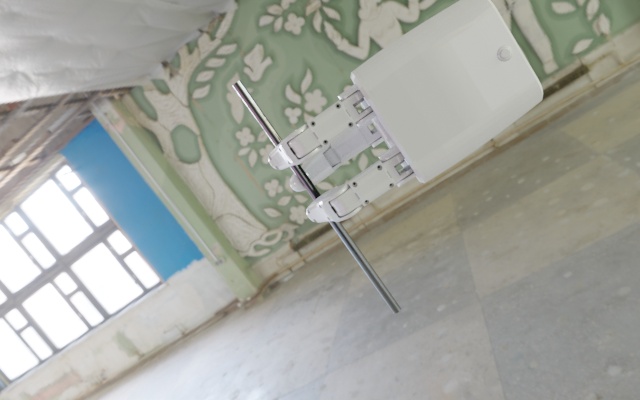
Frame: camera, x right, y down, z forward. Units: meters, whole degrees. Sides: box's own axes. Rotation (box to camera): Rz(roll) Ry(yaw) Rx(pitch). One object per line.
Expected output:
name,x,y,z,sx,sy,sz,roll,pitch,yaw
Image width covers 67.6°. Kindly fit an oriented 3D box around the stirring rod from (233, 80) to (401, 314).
stirring rod,0.000,0.001,0.408,0.011,0.239,0.011,-34,9,6
